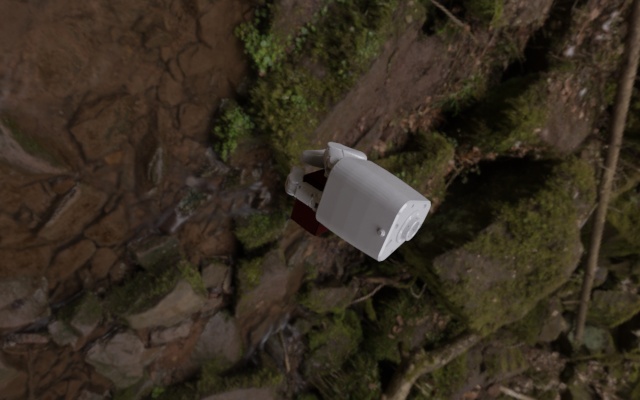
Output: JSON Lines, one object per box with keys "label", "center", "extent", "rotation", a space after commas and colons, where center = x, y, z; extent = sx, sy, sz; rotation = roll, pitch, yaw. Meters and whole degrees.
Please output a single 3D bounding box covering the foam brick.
{"label": "foam brick", "center": [0.000, 0.002, 0.686], "extent": [0.051, 0.078, 0.053], "rotation": [35, 33, 26]}
